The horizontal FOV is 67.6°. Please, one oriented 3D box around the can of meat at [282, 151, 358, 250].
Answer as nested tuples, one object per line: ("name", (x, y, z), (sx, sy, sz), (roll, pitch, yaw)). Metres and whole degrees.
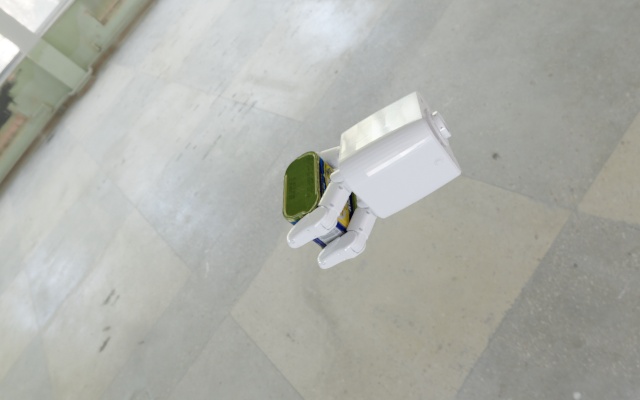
("can of meat", (0.000, 0.002, 0.582), (0.057, 0.102, 0.084), (-26, -46, 25))
